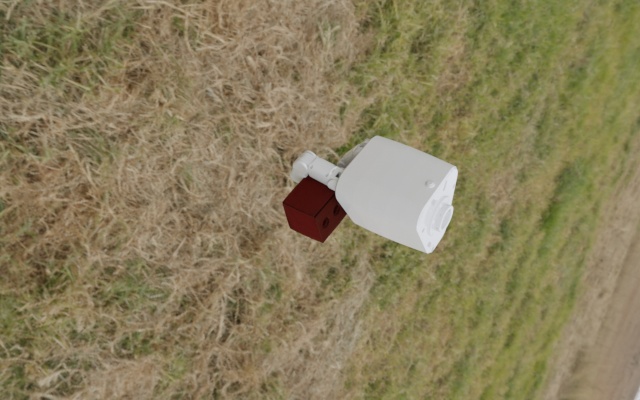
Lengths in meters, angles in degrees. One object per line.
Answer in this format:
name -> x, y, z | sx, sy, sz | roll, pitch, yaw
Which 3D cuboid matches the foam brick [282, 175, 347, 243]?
foam brick -> 0.000, 0.002, 0.581 | 0.051, 0.078, 0.053 | 25, -30, 29
